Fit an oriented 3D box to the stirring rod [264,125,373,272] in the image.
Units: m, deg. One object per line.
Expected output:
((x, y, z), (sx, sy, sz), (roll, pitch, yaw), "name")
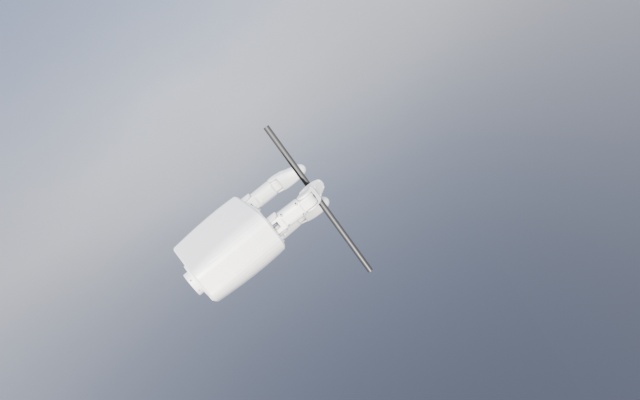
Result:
((0.000, 0.002, 0.629), (0.011, 0.239, 0.011), (-34, 14, 10), "stirring rod")
